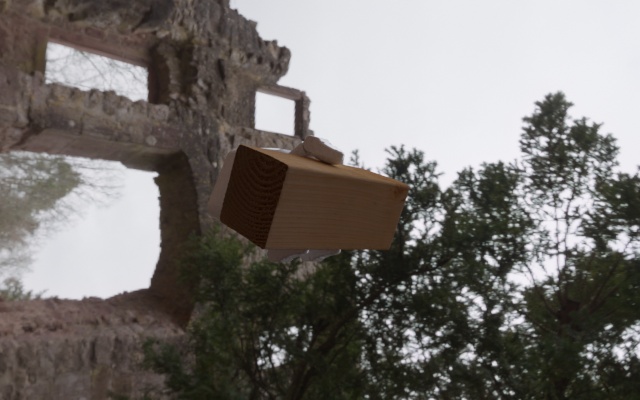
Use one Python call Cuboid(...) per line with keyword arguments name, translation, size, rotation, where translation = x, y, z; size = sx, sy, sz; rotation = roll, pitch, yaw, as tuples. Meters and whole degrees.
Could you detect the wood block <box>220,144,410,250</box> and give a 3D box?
Cuboid(name="wood block", translation=(0.000, 0.001, 0.563), size=(0.206, 0.091, 0.090), rotation=(6, 14, -45))
